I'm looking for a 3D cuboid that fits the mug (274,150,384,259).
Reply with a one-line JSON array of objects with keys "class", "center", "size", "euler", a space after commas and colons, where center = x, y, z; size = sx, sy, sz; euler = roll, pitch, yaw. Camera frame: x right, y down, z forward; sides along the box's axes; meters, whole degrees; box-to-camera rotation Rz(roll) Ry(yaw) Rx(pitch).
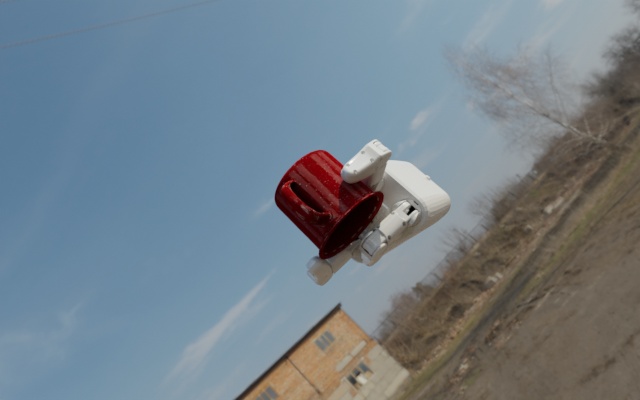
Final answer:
[{"class": "mug", "center": [-0.001, 0.002, 0.493], "size": [0.081, 0.093, 0.117], "euler": [44, 22, 20]}]
